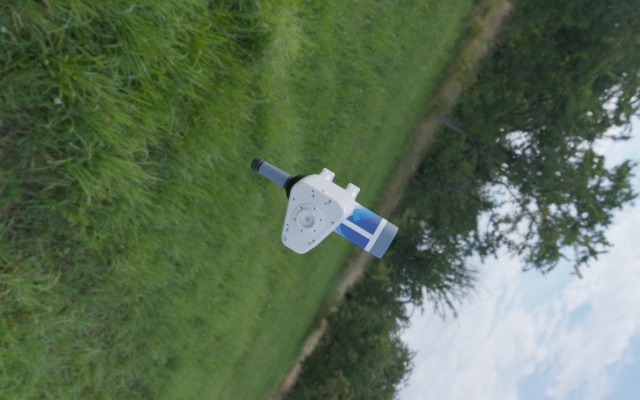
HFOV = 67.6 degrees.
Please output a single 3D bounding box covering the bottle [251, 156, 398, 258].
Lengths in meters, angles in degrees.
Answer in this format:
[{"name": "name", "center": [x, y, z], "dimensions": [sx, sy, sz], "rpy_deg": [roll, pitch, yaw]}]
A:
[{"name": "bottle", "center": [0.000, 0.003, 0.889], "dimensions": [0.295, 0.069, 0.069], "rpy_deg": [31, 3, 6]}]
